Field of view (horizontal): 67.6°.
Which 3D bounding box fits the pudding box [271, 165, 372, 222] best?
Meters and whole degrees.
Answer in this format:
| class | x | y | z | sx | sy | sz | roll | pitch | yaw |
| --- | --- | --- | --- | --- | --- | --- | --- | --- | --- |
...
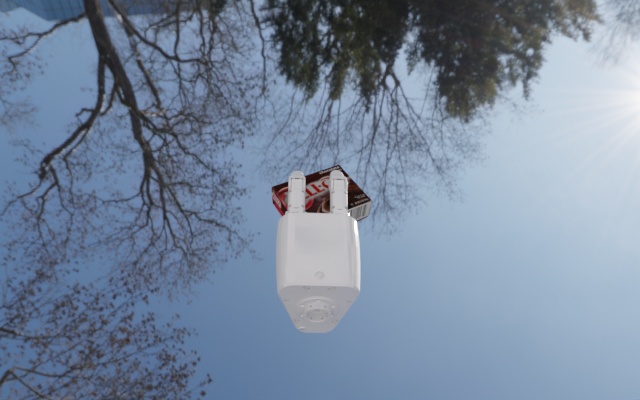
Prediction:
| class | x | y | z | sx | sy | sz | roll | pitch | yaw |
| --- | --- | --- | --- | --- | --- | --- | --- | --- | --- |
| pudding box | 0.000 | 0.002 | 0.665 | 0.113 | 0.039 | 0.090 | -18 | 47 | -23 |
